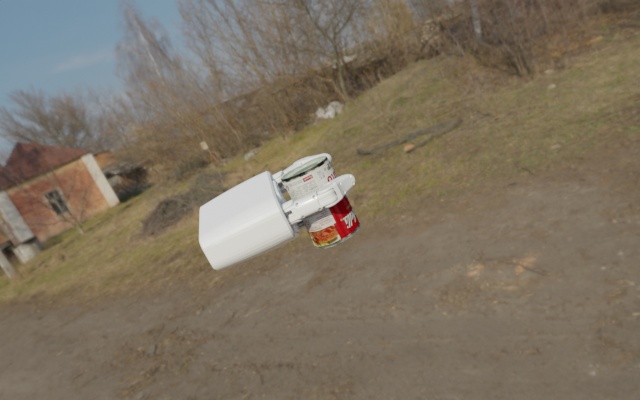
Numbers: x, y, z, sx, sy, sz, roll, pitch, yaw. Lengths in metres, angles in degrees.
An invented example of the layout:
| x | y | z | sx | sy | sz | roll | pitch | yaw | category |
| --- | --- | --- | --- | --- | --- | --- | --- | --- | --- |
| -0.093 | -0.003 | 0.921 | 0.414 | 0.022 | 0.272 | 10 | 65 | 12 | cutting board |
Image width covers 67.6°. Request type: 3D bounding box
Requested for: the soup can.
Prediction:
| x | y | z | sx | sy | sz | roll | pitch | yaw | category |
| --- | --- | --- | --- | --- | --- | --- | --- | --- | --- |
| 0.000 | 0.002 | 0.617 | 0.068 | 0.102 | 0.068 | -25 | 13 | 6 | soup can |
